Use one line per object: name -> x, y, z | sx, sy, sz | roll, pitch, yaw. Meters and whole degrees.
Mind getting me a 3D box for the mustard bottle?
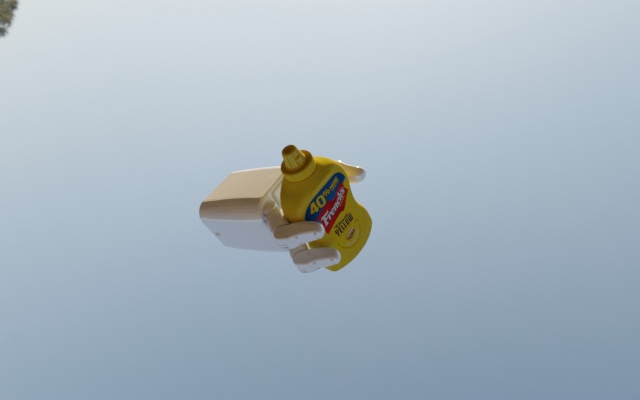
mustard bottle -> 0.000, 0.002, 0.600 | 0.058, 0.096, 0.192 | 24, -24, 42
